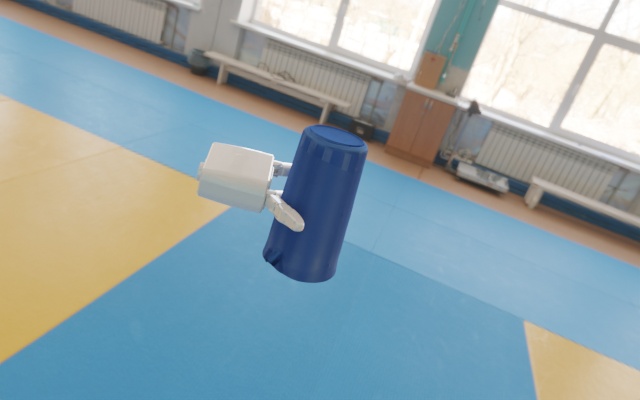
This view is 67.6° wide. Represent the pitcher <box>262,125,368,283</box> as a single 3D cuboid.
[{"bbox_3d":[0.000,0.003,0.801,0.145,0.243,0.149,14,23,-9],"label":"pitcher"}]
